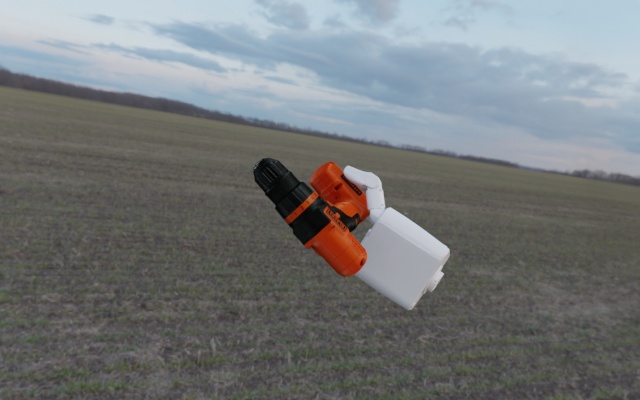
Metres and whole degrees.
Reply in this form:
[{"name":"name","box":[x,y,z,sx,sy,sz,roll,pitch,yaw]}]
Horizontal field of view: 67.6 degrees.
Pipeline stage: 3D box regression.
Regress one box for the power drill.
[{"name":"power drill","box":[0.000,0.002,0.659,0.057,0.184,0.187,-40,3,22]}]
